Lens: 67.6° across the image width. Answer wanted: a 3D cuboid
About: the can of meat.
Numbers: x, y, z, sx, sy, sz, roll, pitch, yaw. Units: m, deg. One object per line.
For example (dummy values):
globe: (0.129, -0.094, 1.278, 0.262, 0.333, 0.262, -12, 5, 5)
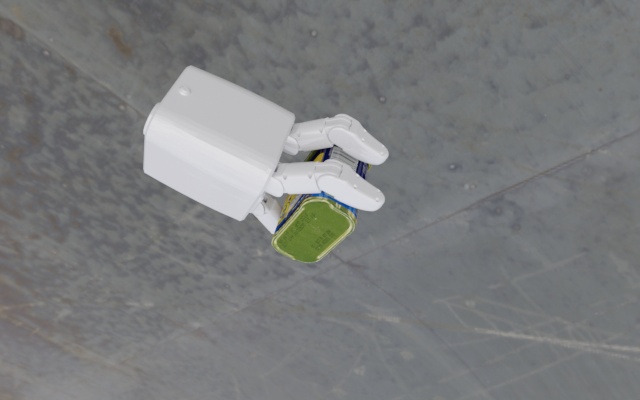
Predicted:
can of meat: (0.000, 0.002, 0.458, 0.057, 0.084, 0.102, 28, -43, -13)
